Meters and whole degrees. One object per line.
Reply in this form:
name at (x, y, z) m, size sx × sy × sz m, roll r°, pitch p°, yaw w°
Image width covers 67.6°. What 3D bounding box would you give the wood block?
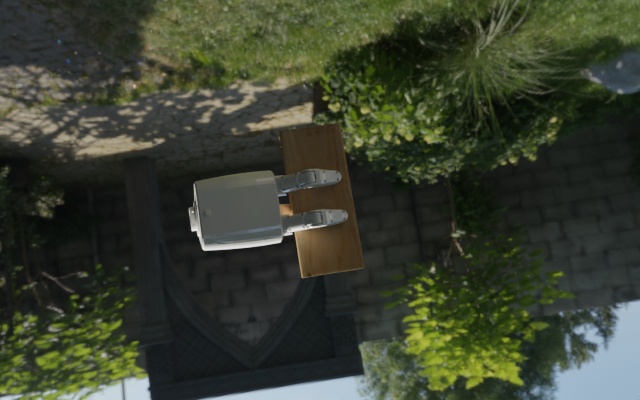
wood block at (0.000, 0.003, 0.702) m, size 0.090 × 0.206 × 0.091 m, roll -9°, pitch -6°, yaw -3°
